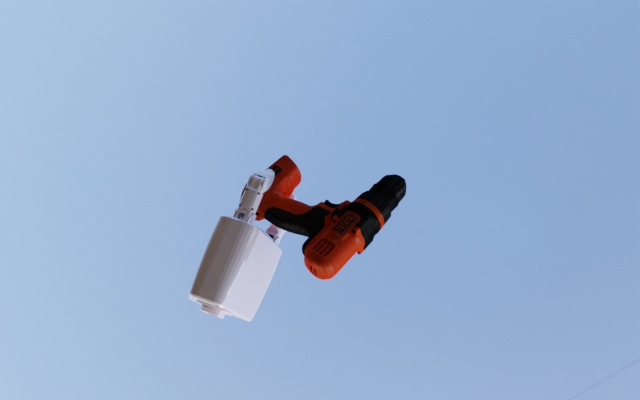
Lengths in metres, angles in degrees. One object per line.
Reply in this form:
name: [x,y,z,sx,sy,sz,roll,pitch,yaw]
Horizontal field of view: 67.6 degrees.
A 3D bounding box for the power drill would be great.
power drill: [0.000,0.002,0.650,0.187,0.057,0.184,26,56,34]
